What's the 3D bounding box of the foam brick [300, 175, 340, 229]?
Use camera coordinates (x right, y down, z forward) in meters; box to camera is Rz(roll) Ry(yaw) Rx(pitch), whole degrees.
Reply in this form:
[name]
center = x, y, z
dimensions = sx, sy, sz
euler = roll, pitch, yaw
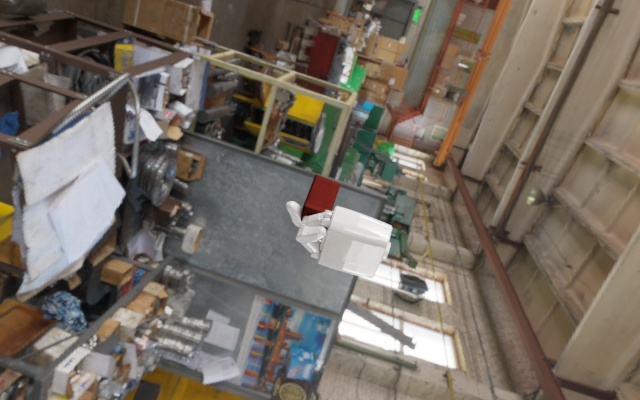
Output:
[foam brick]
center = 0.000, 0.003, 0.886
dimensions = 0.051, 0.078, 0.053
euler = 18, -35, 3
